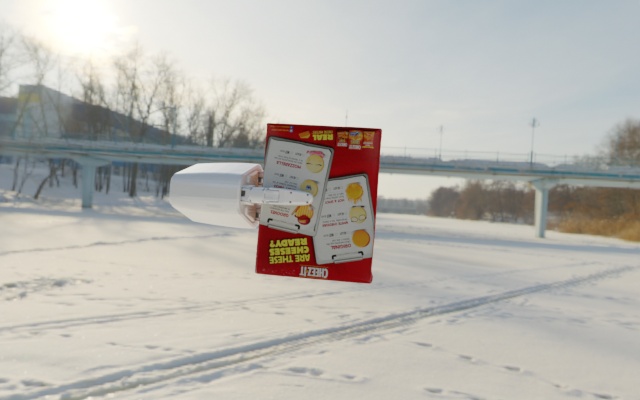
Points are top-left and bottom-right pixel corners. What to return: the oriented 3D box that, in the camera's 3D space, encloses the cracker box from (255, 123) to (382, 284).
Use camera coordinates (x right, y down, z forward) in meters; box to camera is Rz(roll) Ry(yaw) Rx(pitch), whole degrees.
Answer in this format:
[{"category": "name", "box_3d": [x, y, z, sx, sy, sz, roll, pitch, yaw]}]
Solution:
[{"category": "cracker box", "box_3d": [0.000, 0.002, 0.686, 0.164, 0.213, 0.072, 4, -1, 9]}]
